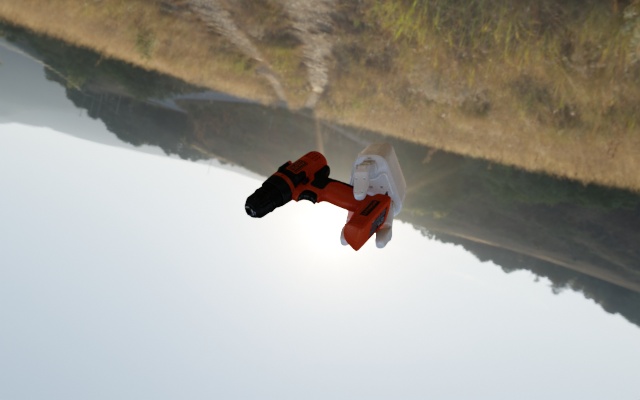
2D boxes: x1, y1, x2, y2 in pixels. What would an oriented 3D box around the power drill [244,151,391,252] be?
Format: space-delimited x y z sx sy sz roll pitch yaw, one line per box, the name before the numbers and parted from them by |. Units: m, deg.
power drill | 0.001 0.003 0.747 0.187 0.057 0.184 30 47 22
